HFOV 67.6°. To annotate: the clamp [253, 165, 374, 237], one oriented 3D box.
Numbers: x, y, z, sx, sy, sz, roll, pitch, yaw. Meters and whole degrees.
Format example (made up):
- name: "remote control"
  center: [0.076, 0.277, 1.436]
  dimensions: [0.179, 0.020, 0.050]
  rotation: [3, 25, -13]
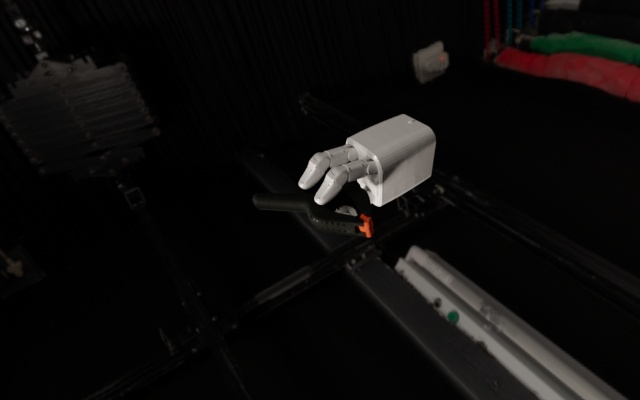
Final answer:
- name: "clamp"
  center: [0.001, 0.003, 0.716]
  dimensions: [0.164, 0.036, 0.210]
  rotation: [-28, 36, -15]
